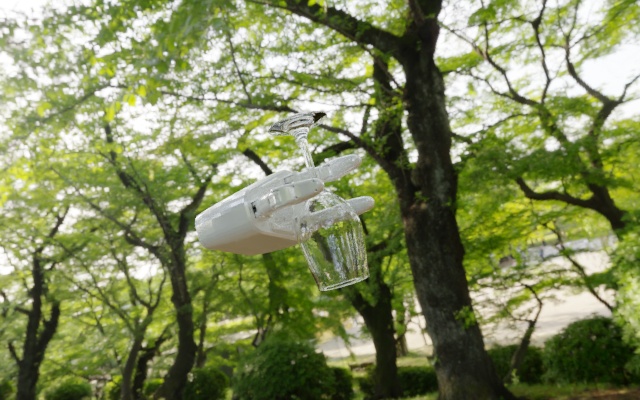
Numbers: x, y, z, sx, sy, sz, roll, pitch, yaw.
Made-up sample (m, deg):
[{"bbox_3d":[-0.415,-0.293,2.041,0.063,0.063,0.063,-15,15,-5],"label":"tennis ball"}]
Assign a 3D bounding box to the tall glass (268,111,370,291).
[{"bbox_3d":[0.000,0.001,0.564,0.079,0.201,0.079,-16,-6,-2],"label":"tall glass"}]
